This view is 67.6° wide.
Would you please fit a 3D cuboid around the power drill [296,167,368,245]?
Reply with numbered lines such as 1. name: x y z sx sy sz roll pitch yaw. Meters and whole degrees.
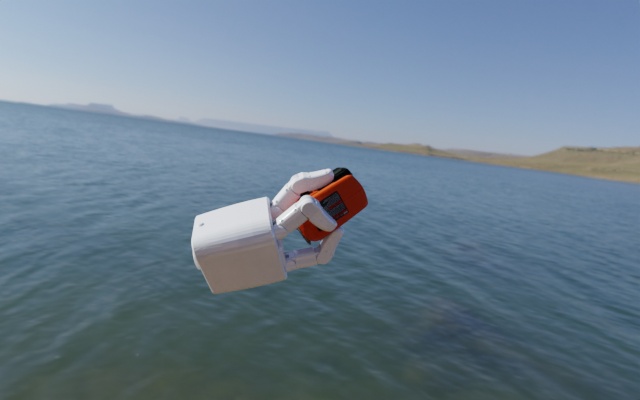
1. power drill: 0.000 0.002 0.731 0.184 0.057 0.187 -36 10 -15
